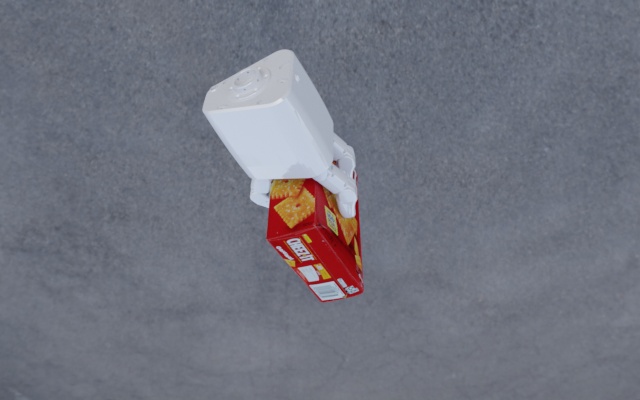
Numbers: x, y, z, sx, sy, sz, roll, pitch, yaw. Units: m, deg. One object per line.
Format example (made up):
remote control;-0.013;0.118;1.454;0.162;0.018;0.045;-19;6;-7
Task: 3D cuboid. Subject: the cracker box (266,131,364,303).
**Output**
cracker box;0.000;0.002;0.639;0.072;0.213;0.164;-15;-42;18
